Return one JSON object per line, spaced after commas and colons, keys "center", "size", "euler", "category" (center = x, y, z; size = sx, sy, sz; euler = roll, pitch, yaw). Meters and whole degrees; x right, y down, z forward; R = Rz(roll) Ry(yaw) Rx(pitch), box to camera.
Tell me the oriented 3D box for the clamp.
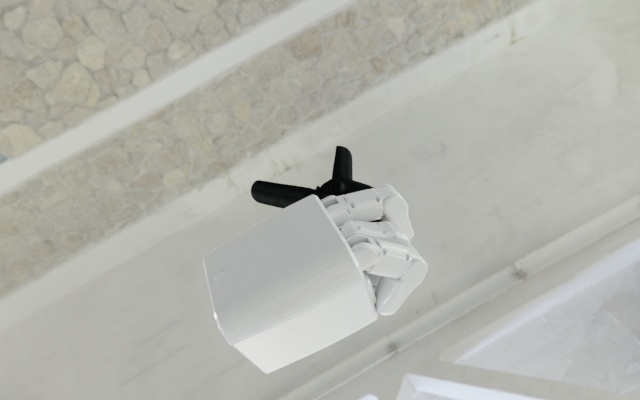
{"center": [0.000, 0.002, 0.472], "size": [0.120, 0.039, 0.171], "euler": [-25, 32, -6], "category": "clamp"}
